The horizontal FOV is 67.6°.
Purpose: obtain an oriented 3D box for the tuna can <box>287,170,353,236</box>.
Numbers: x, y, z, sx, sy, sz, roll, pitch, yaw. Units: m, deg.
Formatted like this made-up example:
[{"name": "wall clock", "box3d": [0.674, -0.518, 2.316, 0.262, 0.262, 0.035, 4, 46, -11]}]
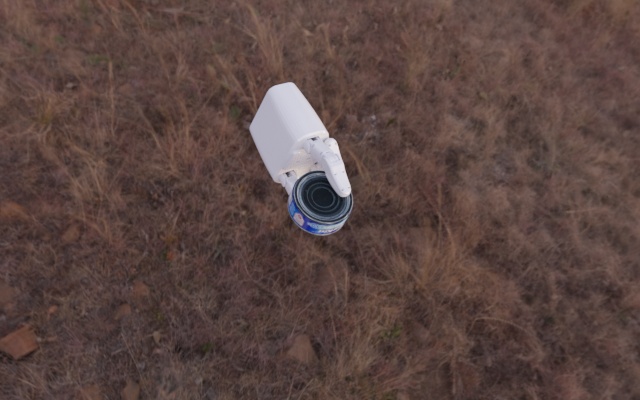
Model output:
[{"name": "tuna can", "box3d": [0.000, 0.002, 0.648, 0.086, 0.086, 0.034, 0, -30, -18]}]
